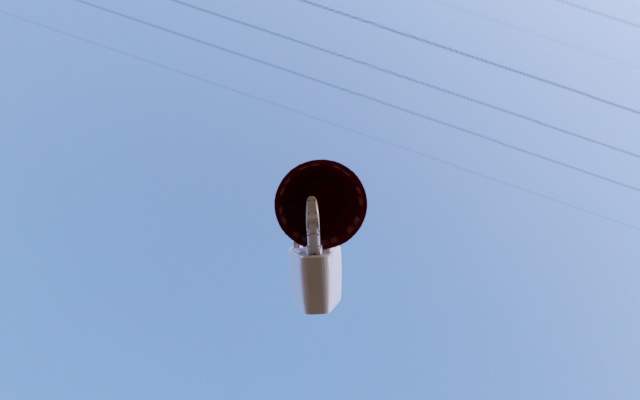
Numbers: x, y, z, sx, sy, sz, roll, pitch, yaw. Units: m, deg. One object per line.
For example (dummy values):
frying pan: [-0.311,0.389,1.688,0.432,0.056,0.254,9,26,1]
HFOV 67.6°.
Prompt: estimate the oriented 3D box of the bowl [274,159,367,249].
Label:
bowl: [0.000,0.001,0.852,0.162,0.162,0.055,0,14,-1]
